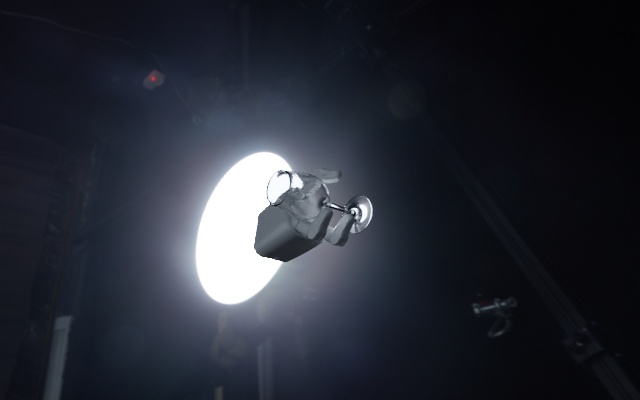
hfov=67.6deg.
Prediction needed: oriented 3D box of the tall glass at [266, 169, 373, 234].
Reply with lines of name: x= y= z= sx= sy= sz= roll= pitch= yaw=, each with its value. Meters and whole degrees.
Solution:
tall glass: x=0.001 y=0.003 z=0.839 sx=0.201 sy=0.079 sz=0.079 roll=19 pitch=-13 yaw=-42
